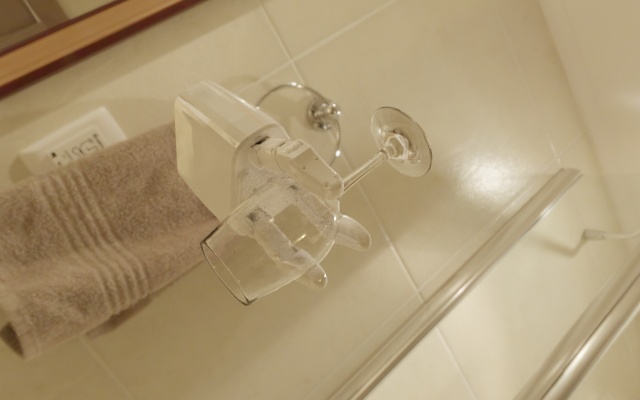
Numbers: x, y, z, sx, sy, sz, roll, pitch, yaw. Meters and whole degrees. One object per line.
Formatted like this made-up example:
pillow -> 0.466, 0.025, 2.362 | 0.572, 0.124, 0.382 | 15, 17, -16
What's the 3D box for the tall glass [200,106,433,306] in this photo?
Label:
tall glass -> 0.001, 0.001, 0.400 | 0.201, 0.079, 0.079 | -37, 16, -23
